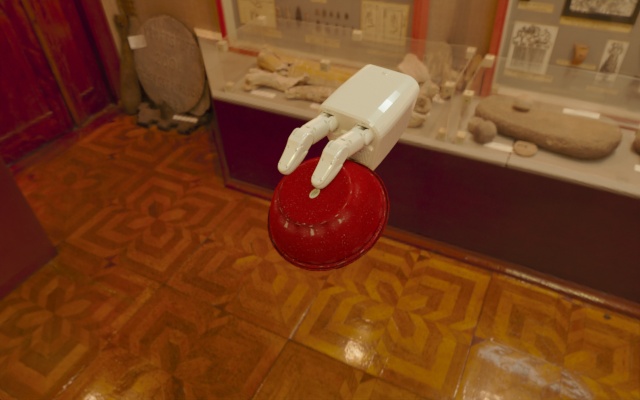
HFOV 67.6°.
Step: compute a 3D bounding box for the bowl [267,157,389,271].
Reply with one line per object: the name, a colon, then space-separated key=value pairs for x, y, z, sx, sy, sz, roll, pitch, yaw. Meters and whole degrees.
bowl: x=-0.001 y=0.003 z=0.585 sx=0.162 sy=0.162 sz=0.055 roll=0 pitch=-29 yaw=19
